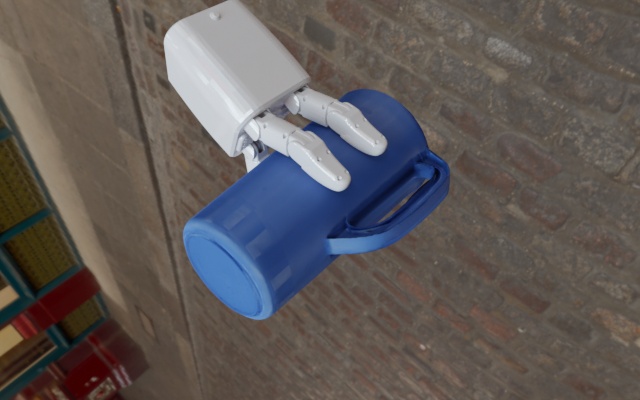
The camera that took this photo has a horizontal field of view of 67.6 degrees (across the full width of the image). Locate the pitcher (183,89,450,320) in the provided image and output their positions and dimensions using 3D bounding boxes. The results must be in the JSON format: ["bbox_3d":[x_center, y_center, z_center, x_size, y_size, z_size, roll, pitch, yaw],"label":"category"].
[{"bbox_3d":[0.000,0.001,0.463,0.242,0.145,0.149,-41,2,-34],"label":"pitcher"}]
